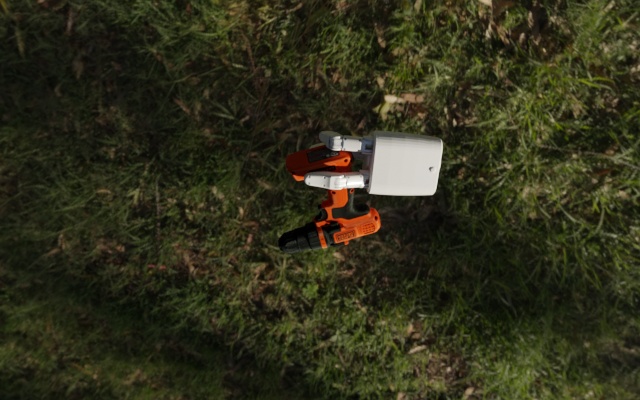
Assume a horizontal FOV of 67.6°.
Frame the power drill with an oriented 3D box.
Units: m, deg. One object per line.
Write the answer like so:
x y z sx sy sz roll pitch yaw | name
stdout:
0.000 0.002 0.803 0.184 0.188 0.057 -16 38 -1 | power drill
